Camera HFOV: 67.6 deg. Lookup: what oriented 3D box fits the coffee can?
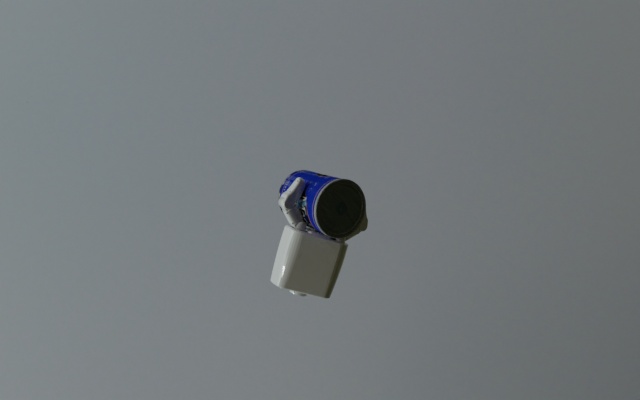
[{"bbox_3d":[0.000,0.003,0.867,0.103,0.103,0.140,0,10,-32],"label":"coffee can"}]
